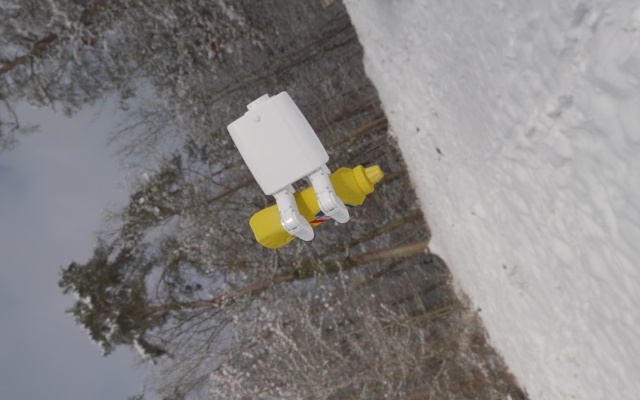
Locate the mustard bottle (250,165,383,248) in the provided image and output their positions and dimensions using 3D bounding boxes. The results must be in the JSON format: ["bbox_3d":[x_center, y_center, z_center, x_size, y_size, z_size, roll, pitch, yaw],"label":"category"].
[{"bbox_3d":[0.000,0.003,0.676,0.191,0.058,0.096,-28,-13,14],"label":"mustard bottle"}]
